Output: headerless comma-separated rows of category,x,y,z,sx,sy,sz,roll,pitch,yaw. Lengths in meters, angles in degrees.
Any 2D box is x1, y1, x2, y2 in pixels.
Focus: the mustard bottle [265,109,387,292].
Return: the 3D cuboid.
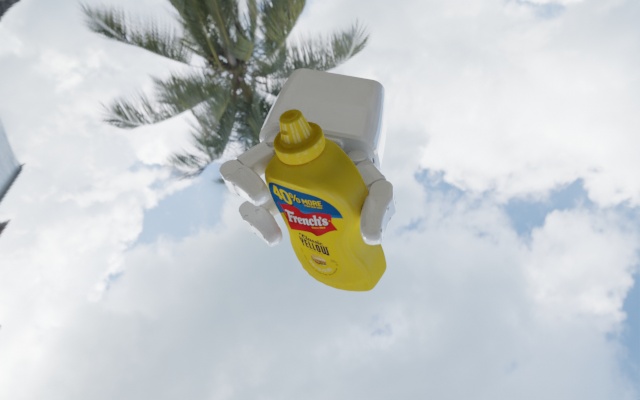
mustard bottle,0.000,0.002,0.428,0.096,0.192,0.058,19,54,34
